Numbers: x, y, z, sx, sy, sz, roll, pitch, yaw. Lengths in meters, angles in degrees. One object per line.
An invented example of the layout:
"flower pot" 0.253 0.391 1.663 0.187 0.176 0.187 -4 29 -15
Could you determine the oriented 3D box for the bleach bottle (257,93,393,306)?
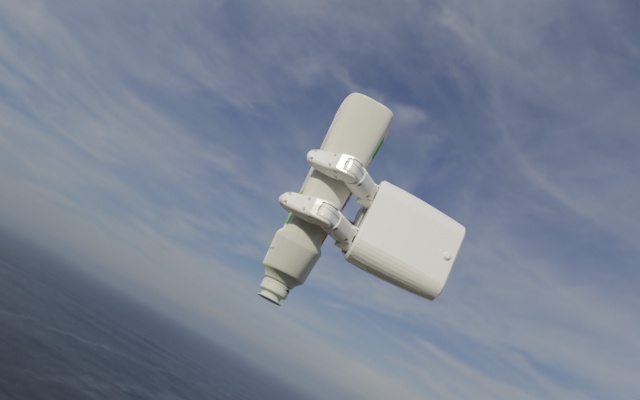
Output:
"bleach bottle" 0.000 0.002 0.549 0.068 0.250 0.102 28 -18 0
